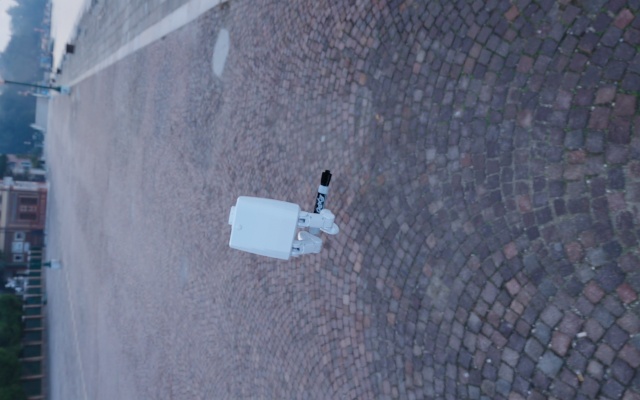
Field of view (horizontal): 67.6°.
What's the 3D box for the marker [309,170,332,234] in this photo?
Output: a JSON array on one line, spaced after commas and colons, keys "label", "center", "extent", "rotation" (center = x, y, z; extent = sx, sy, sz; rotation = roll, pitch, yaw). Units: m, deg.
[{"label": "marker", "center": [0.000, 0.003, 0.870], "extent": [0.020, 0.121, 0.020], "rotation": [12, 16, -3]}]
